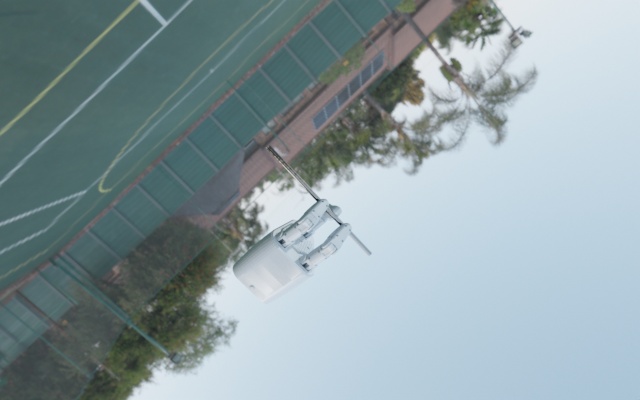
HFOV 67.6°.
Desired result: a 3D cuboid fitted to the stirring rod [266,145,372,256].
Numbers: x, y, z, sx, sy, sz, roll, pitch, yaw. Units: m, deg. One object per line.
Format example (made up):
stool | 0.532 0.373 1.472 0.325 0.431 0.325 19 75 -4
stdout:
stirring rod | 0.000 0.002 0.757 0.011 0.239 0.011 -41 11 10
